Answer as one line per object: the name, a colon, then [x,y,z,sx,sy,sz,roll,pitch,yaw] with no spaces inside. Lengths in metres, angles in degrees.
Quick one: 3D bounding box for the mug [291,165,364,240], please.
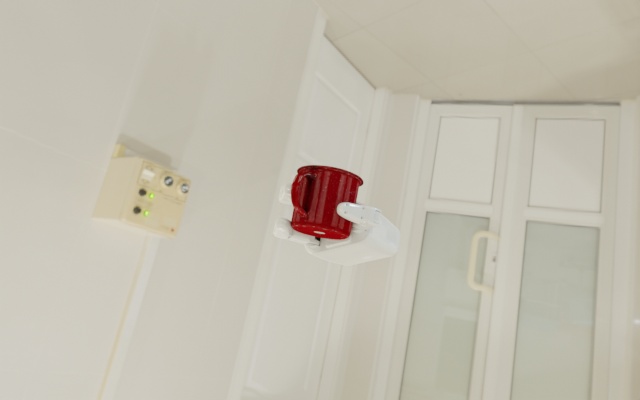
mug: [-0.001,0.002,0.637,0.093,0.081,0.117,2,-16,33]
